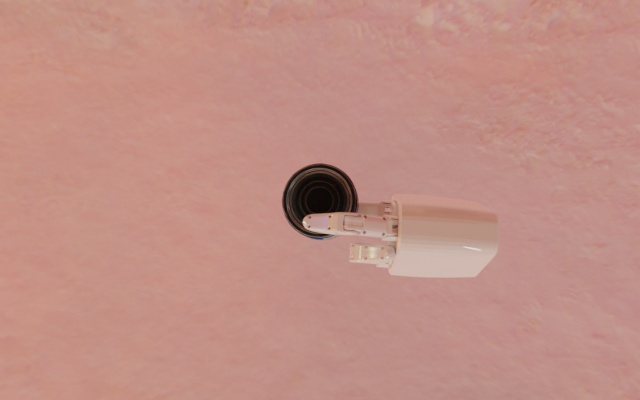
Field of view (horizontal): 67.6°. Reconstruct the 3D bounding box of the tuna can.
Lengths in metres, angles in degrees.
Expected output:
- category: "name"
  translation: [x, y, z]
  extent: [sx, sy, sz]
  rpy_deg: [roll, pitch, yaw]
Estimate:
- category: "tuna can"
  translation: [0.000, 0.002, 0.540]
  extent: [0.086, 0.086, 0.034]
  rpy_deg: [0, -6, 6]
